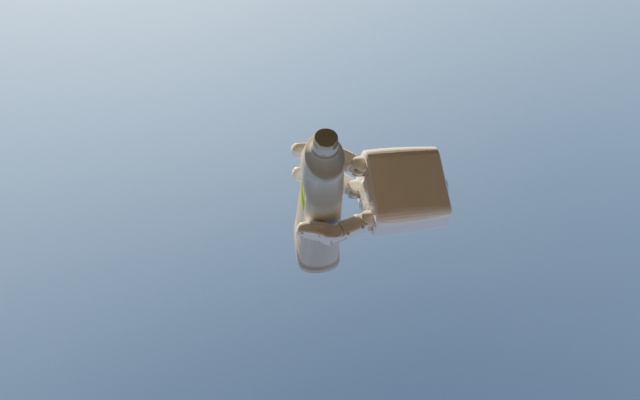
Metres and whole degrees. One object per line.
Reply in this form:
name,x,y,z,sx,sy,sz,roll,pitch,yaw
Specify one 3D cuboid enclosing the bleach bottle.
bleach bottle,0.000,0.002,0.652,0.068,0.102,0.251,-5,-32,-8
